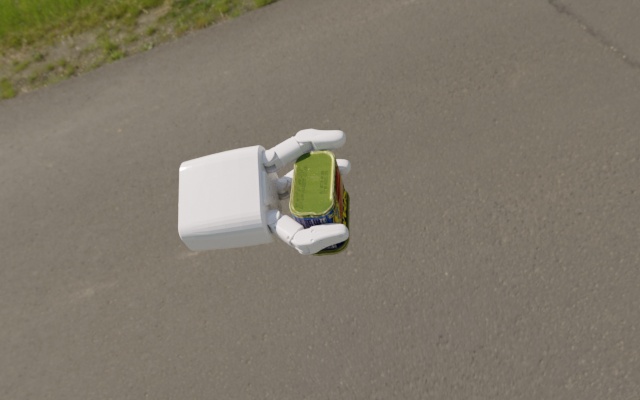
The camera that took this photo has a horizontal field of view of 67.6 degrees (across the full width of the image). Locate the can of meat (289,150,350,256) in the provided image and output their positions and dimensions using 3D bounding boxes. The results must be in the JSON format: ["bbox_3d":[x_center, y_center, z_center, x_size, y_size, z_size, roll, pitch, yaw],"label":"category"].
[{"bbox_3d":[0.000,0.002,0.579,0.057,0.102,0.084,-6,-37,12],"label":"can of meat"}]
